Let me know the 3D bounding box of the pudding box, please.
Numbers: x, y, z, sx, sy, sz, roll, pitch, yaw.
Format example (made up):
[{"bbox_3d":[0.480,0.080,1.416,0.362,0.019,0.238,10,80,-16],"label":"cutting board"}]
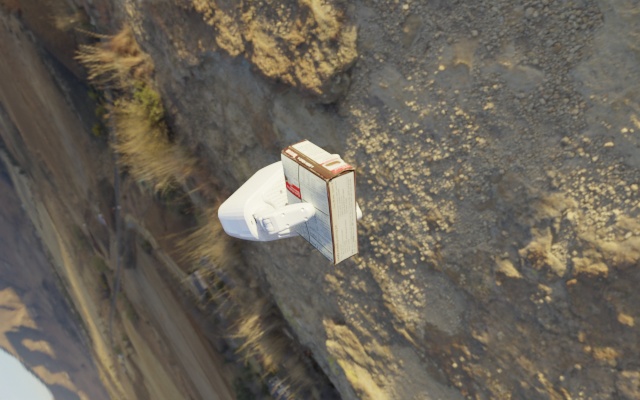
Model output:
[{"bbox_3d":[0.000,0.002,0.524,0.039,0.114,0.090,-27,39,-26],"label":"pudding box"}]
